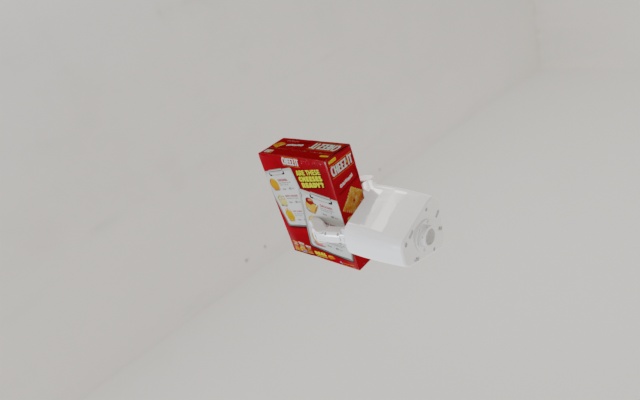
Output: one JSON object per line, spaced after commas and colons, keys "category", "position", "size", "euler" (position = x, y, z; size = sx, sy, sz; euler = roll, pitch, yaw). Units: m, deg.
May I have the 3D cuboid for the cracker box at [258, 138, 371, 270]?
{"category": "cracker box", "position": [0.000, 0.003, 0.827], "size": [0.164, 0.214, 0.072], "euler": [12, 40, 43]}
